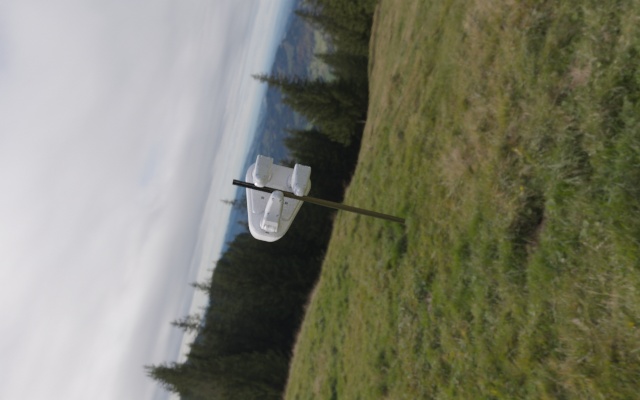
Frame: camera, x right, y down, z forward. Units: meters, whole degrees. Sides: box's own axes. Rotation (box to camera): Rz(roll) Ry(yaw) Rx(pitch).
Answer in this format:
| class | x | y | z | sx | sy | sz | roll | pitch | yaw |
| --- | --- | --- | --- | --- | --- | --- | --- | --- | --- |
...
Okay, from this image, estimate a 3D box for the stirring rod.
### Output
| class | x | y | z | sx | sy | sz | roll | pitch | yaw |
| --- | --- | --- | --- | --- | --- | --- | --- | --- | --- |
| stirring rod | 0.000 | 0.002 | 0.647 | 0.239 | 0.011 | 0.011 | 13 | -2 | -7 |
